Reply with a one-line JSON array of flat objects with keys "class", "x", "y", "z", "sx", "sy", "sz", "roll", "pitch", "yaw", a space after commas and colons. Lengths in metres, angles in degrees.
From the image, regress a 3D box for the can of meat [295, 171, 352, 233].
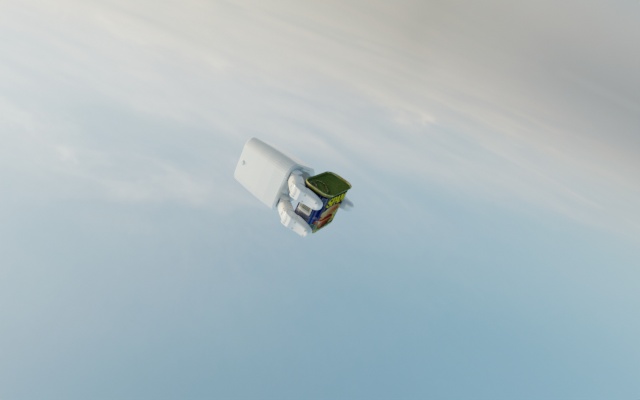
[{"class": "can of meat", "x": 0.000, "y": 0.003, "z": 0.852, "sx": 0.057, "sy": 0.084, "sz": 0.102, "roll": 34, "pitch": 26, "yaw": 17}]
